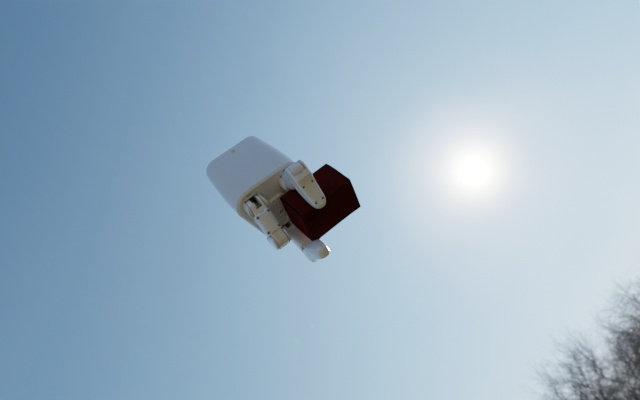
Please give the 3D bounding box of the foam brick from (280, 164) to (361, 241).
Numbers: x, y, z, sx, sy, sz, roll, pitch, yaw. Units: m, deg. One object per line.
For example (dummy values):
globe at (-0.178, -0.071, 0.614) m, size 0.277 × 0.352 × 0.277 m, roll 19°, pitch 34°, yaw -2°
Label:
foam brick at (0.000, 0.002, 0.595) m, size 0.078 × 0.053 × 0.051 m, roll -37°, pitch 44°, yaw -15°
